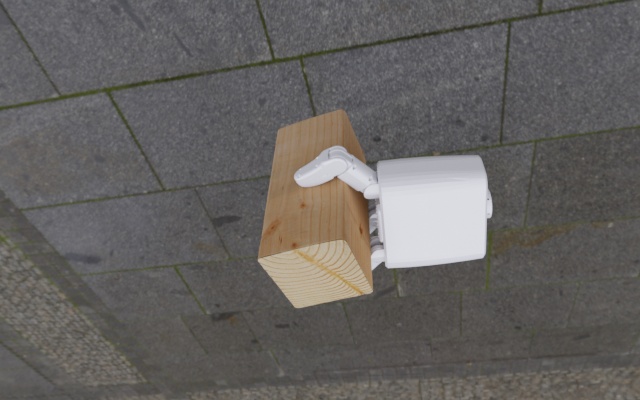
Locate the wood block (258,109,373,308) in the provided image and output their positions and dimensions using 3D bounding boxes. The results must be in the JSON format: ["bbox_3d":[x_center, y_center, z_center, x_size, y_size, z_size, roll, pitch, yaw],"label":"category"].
[{"bbox_3d":[0.000,0.002,0.537,0.090,0.206,0.091,-15,-48,16],"label":"wood block"}]
